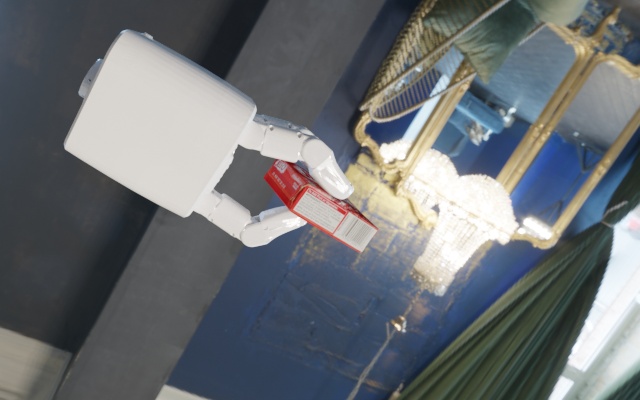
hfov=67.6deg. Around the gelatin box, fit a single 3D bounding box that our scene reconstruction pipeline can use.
[{"bbox_3d":[0.000,0.002,0.426,0.089,0.030,0.073,33,8,-32],"label":"gelatin box"}]
